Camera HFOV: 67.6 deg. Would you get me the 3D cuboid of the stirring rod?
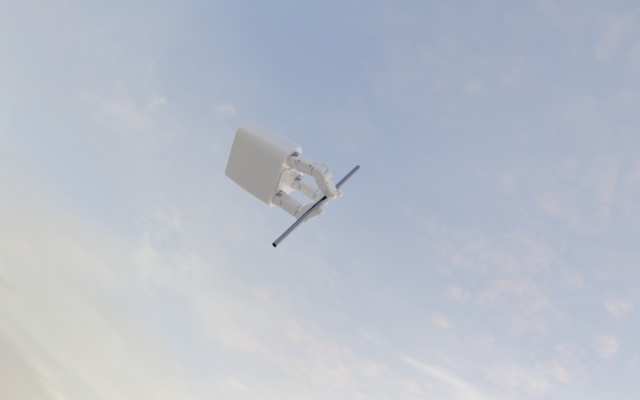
[{"bbox_3d":[0.000,0.002,0.766,0.011,0.011,0.239,0,31,40],"label":"stirring rod"}]
